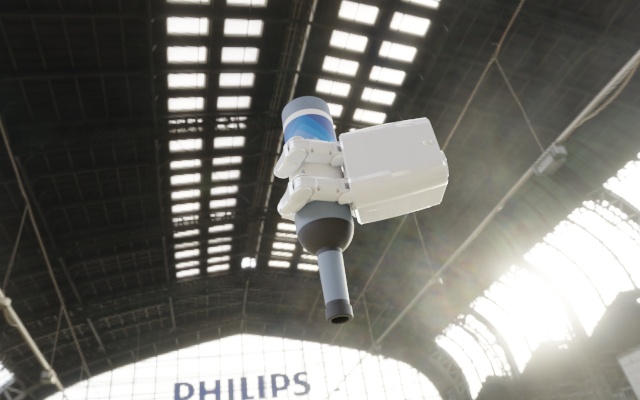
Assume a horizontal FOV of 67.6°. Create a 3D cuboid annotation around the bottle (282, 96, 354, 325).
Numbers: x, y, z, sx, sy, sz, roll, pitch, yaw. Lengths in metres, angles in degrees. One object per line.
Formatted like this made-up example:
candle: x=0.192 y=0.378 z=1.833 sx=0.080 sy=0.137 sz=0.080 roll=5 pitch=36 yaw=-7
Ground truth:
bottle: x=0.000 y=0.002 z=0.567 sx=0.069 sy=0.295 sz=0.069 roll=-6 pitch=-35 yaw=-4
